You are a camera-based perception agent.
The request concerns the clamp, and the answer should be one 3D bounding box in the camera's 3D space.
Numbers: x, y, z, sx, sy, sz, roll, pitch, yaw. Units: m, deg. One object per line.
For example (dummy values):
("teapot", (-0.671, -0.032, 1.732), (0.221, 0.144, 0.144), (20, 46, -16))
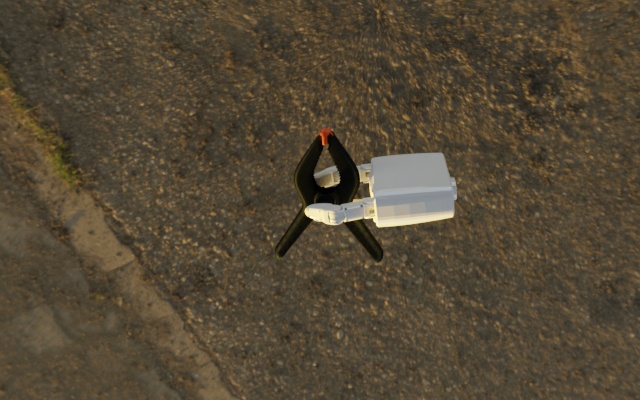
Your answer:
("clamp", (0.000, 0.002, 0.695), (0.164, 0.210, 0.036), (-6, 20, 8))
